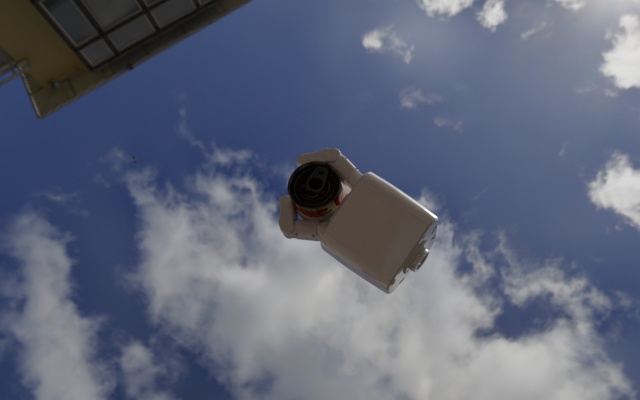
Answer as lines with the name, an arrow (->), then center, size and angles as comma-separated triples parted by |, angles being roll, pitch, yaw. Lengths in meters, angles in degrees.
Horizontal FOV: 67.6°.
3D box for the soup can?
soup can -> 0.000, 0.002, 0.640 | 0.068, 0.068, 0.102 | 0, -26, 11
